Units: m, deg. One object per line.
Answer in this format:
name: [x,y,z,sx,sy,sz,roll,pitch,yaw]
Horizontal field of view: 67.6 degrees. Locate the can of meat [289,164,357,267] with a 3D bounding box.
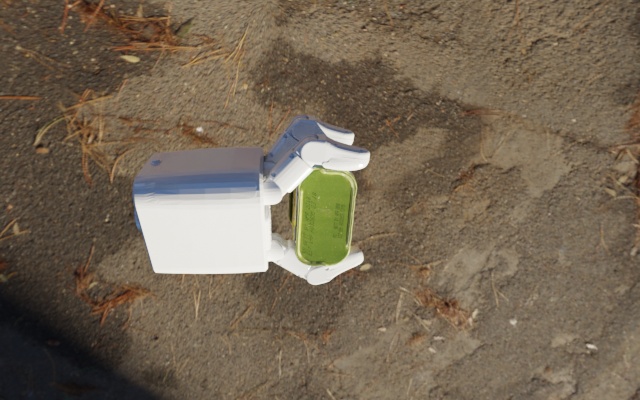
can of meat: [0.000,0.002,0.459,0.057,0.102,0.084,1,23,-6]
